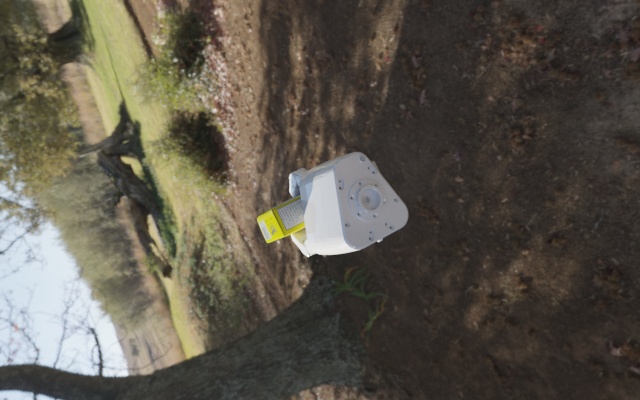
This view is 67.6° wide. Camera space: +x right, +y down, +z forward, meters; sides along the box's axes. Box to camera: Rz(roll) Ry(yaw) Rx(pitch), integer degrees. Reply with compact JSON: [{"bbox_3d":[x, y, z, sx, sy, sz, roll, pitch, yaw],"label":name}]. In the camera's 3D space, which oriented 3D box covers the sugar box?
[{"bbox_3d":[0.000,0.003,0.698,0.176,0.048,0.093,-24,0,-23],"label":"sugar box"}]
